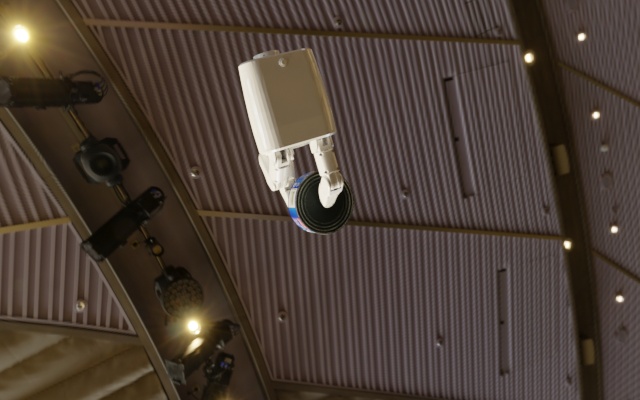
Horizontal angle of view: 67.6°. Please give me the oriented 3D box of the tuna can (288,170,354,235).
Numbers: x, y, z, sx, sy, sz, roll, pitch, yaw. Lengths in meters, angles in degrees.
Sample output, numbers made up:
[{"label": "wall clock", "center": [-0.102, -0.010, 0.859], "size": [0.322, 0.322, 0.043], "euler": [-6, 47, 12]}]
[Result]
[{"label": "tuna can", "center": [0.000, 0.002, 0.644], "size": [0.086, 0.086, 0.034], "euler": [0, 0, -25]}]
